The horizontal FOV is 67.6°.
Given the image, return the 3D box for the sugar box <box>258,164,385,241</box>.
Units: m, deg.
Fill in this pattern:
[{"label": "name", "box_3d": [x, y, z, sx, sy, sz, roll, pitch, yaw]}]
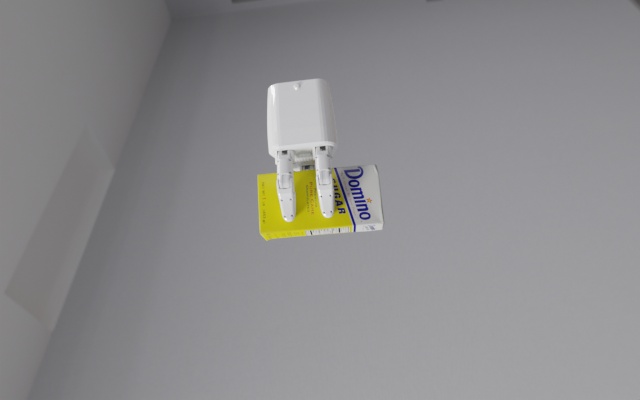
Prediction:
[{"label": "sugar box", "box_3d": [0.000, 0.002, 0.694, 0.176, 0.093, 0.048, -7, -17, 4]}]
